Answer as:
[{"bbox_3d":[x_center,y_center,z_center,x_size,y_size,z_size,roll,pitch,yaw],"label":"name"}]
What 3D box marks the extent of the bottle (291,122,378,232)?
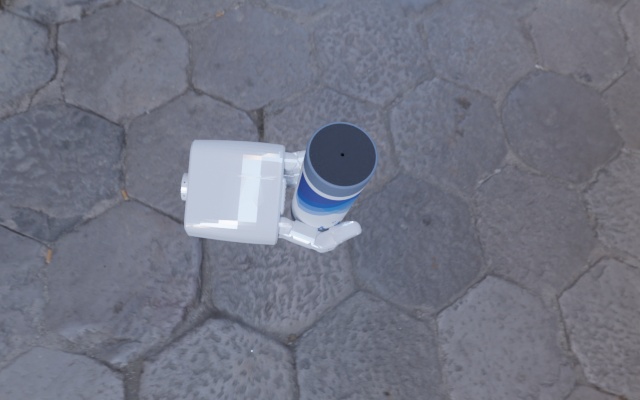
[{"bbox_3d":[0.000,0.002,0.572,0.069,0.069,0.296,0,-17,-8],"label":"bottle"}]
